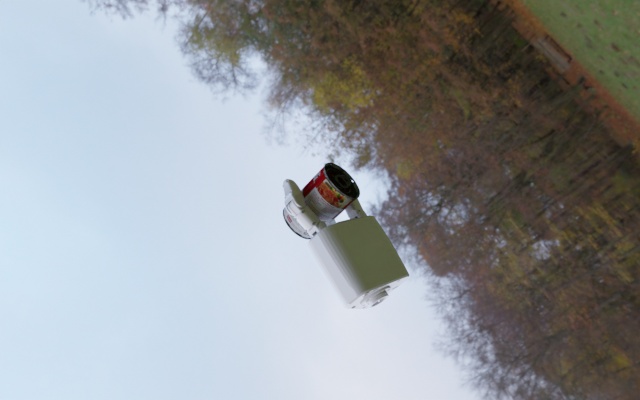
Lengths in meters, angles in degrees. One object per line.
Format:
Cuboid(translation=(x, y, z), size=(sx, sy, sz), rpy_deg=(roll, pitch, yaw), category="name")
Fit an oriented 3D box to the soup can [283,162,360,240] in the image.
Cuboid(translation=(0.000, 0.002, 0.708), size=(0.102, 0.068, 0.068), rpy_deg=(-45, -25, 27), category="soup can")
